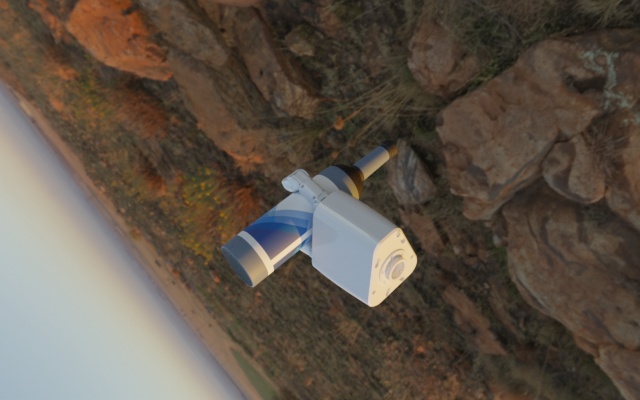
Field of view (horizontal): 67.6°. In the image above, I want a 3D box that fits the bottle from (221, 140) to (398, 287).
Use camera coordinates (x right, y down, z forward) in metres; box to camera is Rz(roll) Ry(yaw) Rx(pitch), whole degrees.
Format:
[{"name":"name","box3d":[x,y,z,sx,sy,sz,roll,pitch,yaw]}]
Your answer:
[{"name":"bottle","box3d":[0.000,0.002,0.669,0.295,0.069,0.069,-38,17,-23]}]
